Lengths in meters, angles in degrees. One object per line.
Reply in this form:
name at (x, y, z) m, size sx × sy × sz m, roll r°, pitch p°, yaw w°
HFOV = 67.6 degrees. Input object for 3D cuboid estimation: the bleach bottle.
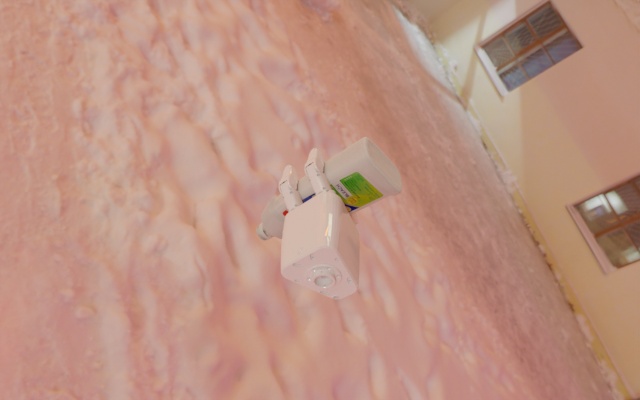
bleach bottle at (0.000, 0.002, 0.772) m, size 0.251 × 0.068 × 0.103 m, roll -32°, pitch -56°, yaw 26°
